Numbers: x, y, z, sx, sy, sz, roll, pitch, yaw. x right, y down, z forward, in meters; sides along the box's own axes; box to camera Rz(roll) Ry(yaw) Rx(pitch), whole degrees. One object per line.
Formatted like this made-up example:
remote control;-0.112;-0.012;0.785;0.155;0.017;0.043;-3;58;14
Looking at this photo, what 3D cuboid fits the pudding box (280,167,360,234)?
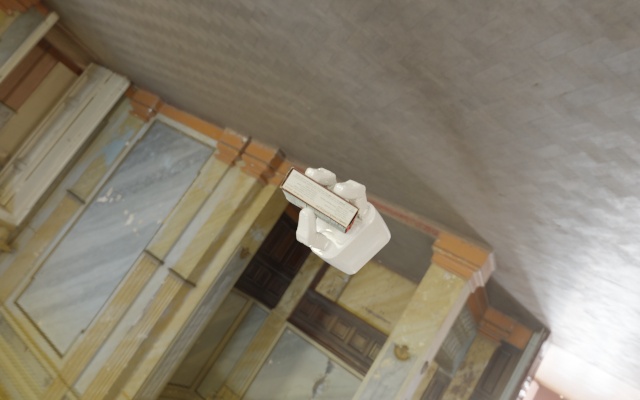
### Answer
pudding box;0.000;0.002;0.691;0.113;0.039;0.090;30;-7;5
